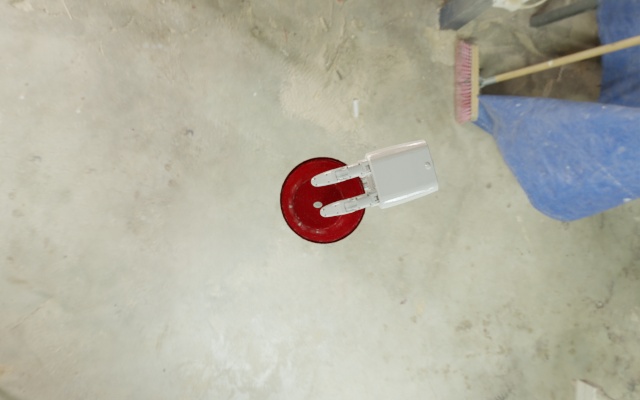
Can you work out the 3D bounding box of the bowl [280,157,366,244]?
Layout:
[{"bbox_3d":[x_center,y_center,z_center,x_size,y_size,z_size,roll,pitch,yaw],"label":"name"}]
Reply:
[{"bbox_3d":[-0.001,0.004,0.853,0.162,0.162,0.055,0,6,8],"label":"bowl"}]
